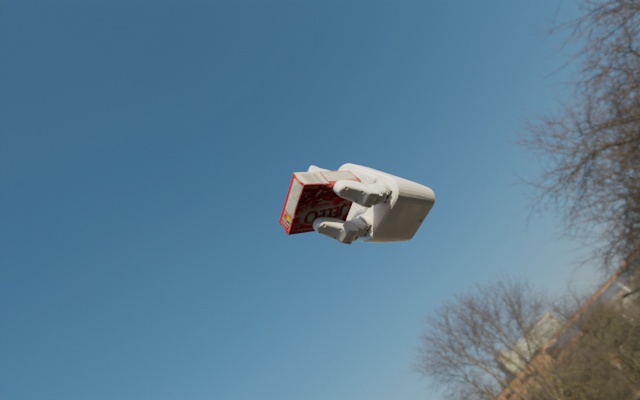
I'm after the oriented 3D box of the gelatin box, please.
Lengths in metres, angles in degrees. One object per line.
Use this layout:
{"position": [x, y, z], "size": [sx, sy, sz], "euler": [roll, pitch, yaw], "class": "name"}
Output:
{"position": [0.000, 0.002, 0.587], "size": [0.089, 0.073, 0.030], "euler": [-5, 37, -36], "class": "gelatin box"}
